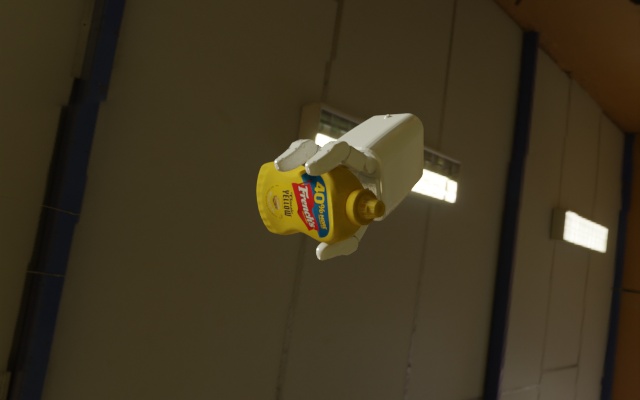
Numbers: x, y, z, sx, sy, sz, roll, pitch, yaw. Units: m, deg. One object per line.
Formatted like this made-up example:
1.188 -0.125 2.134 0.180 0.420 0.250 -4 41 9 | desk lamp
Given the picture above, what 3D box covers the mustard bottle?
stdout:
0.000 0.002 0.579 0.058 0.096 0.191 -13 13 -42 | mustard bottle
